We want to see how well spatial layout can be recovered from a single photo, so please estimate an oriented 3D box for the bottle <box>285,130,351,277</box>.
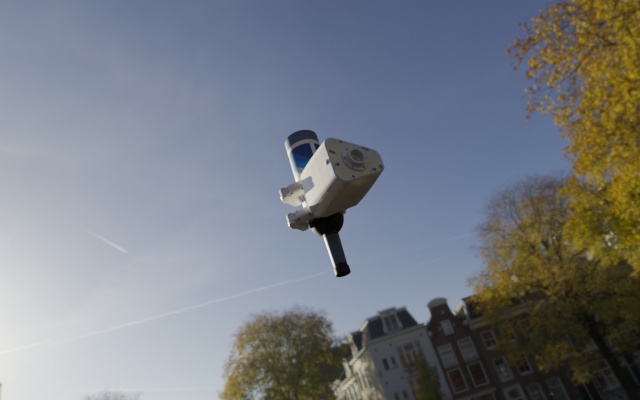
[{"bbox_3d":[0.000,0.003,0.891,0.069,0.295,0.069,-14,-28,-7],"label":"bottle"}]
